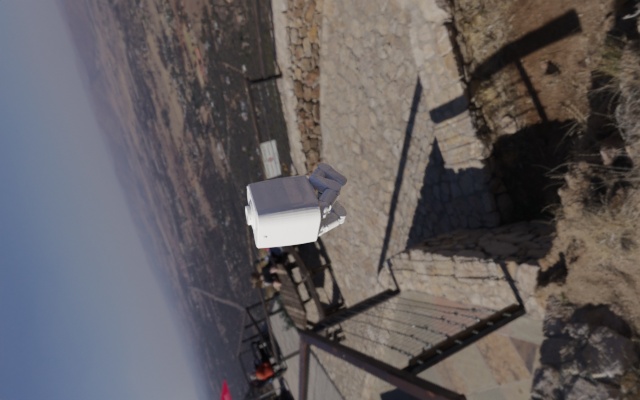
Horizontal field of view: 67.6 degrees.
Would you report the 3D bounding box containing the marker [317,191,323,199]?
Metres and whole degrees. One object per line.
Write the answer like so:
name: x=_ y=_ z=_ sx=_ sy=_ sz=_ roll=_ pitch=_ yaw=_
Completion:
marker: x=0.000 y=0.003 z=0.891 sx=0.020 sy=0.020 sz=0.121 roll=0 pitch=-38 yaw=-8
